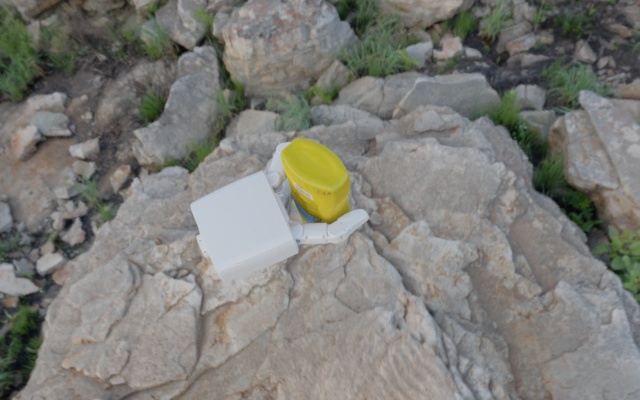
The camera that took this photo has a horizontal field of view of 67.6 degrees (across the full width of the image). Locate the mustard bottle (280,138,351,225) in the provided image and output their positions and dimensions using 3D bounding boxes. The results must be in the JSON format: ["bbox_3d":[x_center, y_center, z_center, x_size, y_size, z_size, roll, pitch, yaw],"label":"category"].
[{"bbox_3d":[0.000,0.002,0.661,0.096,0.058,0.192,36,-21,24],"label":"mustard bottle"}]
